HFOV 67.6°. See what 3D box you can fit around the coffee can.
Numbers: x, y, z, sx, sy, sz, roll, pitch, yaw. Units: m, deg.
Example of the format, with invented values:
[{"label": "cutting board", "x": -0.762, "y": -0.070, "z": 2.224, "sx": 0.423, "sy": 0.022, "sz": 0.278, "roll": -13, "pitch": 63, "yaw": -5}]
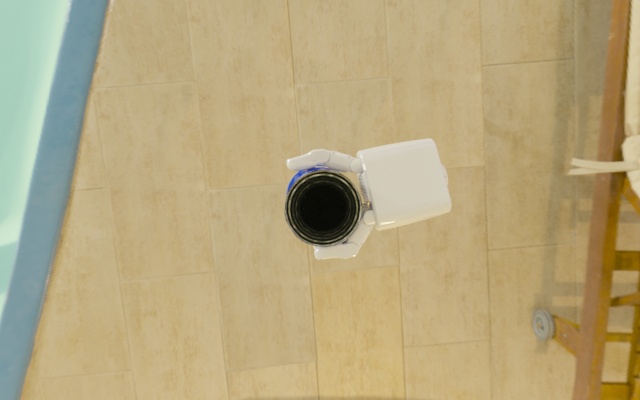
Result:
[{"label": "coffee can", "x": 0.000, "y": 0.002, "z": 0.687, "sx": 0.103, "sy": 0.103, "sz": 0.140, "roll": 0, "pitch": 7, "yaw": -3}]
